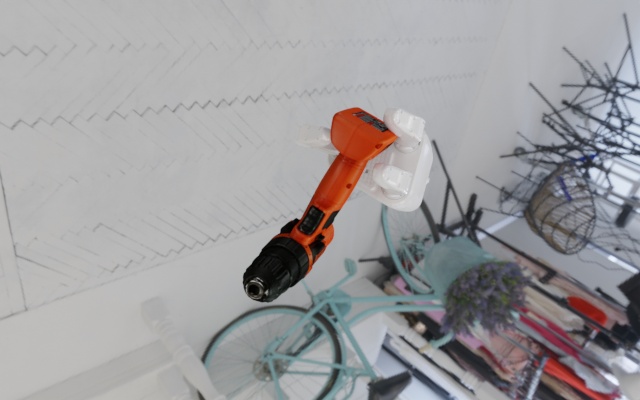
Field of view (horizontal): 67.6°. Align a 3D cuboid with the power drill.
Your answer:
[{"bbox_3d":[0.000,0.001,0.481,0.057,0.188,0.184,33,22,6],"label":"power drill"}]
